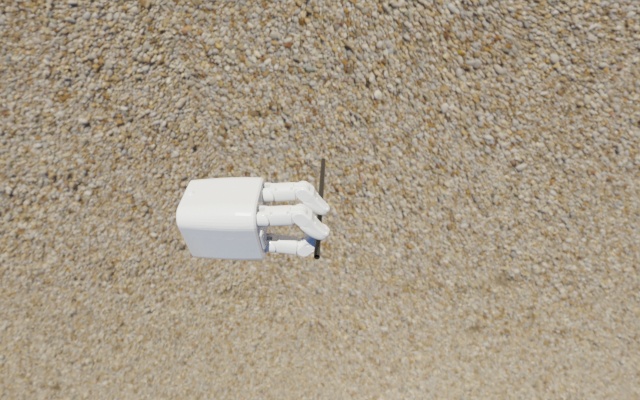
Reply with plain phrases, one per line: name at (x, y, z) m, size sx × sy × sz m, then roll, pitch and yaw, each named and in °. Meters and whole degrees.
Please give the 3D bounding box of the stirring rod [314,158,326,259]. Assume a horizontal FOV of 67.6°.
stirring rod at (0.000, 0.002, 0.712) m, size 0.011 × 0.011 × 0.239 m, roll 0°, pitch 36°, yaw 3°
